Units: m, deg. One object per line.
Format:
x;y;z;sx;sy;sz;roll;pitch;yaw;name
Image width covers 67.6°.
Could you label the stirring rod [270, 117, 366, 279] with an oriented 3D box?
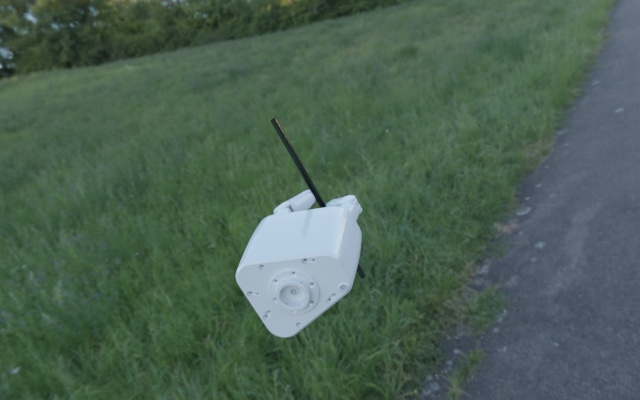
0.000;0.002;0.610;0.011;0.239;0.011;-27;16;8;stirring rod
